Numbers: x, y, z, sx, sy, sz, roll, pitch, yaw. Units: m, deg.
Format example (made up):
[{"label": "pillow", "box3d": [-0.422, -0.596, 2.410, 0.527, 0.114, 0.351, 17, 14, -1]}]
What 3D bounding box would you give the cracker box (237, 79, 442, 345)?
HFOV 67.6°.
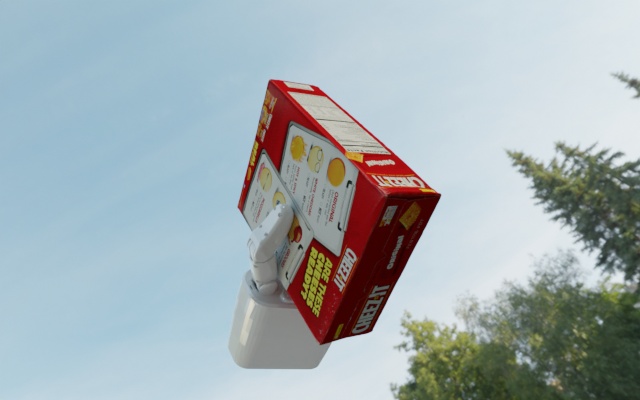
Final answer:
[{"label": "cracker box", "box3d": [0.000, 0.001, 0.471, 0.072, 0.164, 0.213, -3, 36, -34]}]
